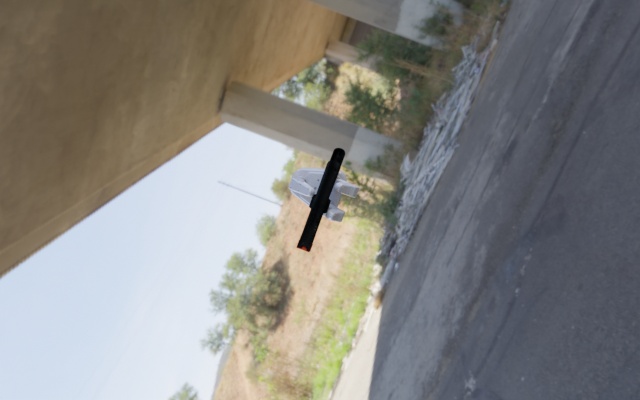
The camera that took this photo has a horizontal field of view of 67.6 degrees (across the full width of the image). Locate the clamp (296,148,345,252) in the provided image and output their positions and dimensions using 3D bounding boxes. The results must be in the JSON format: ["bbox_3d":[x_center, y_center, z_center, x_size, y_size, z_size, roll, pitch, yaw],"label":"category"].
[{"bbox_3d":[-0.001,0.003,0.899,0.036,0.210,0.164,21,9,2],"label":"clamp"}]
